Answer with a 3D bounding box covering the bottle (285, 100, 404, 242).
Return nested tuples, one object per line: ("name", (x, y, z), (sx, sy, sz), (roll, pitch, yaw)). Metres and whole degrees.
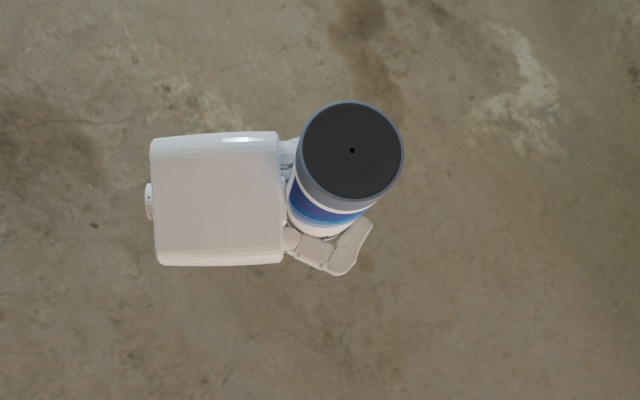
("bottle", (0.000, 0.001, 0.434), (0.069, 0.069, 0.296), (0, -13, -8))
